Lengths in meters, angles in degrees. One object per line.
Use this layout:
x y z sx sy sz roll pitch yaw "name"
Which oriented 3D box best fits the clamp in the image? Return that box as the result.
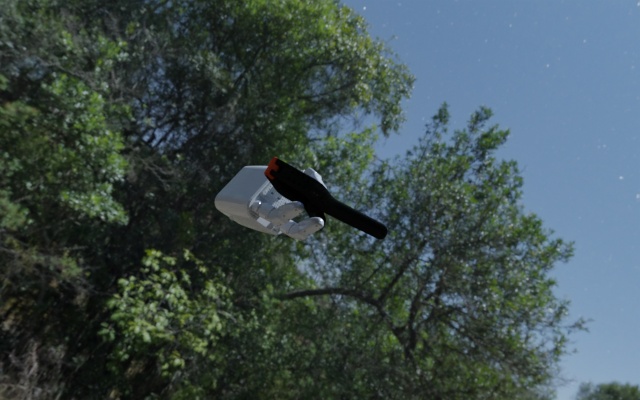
0.000 0.001 0.749 0.164 0.036 0.210 7 -25 43 "clamp"
